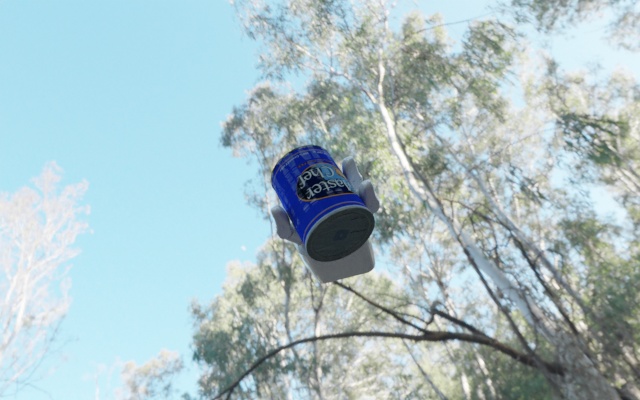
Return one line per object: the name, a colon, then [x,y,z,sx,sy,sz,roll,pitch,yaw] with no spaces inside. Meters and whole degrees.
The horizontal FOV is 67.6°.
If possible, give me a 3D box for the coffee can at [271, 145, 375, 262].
coffee can: [0.000,0.002,0.685,0.103,0.103,0.140,0,41,-33]
